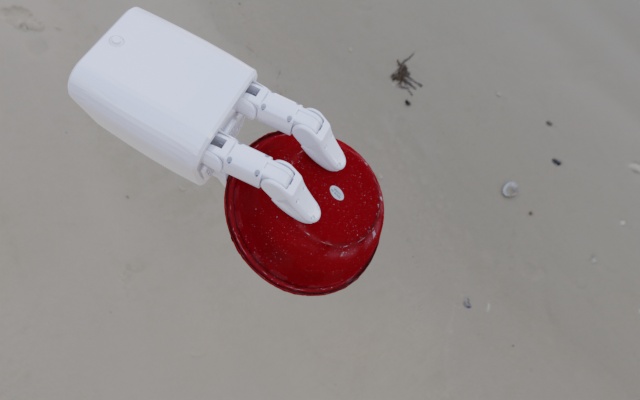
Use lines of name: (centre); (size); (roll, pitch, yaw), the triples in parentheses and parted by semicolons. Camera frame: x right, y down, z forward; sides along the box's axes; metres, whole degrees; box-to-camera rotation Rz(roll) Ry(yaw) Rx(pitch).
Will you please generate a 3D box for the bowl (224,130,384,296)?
bowl: (0.001, 0.002, 0.426); (0.162, 0.162, 0.055); (0, -16, -28)
